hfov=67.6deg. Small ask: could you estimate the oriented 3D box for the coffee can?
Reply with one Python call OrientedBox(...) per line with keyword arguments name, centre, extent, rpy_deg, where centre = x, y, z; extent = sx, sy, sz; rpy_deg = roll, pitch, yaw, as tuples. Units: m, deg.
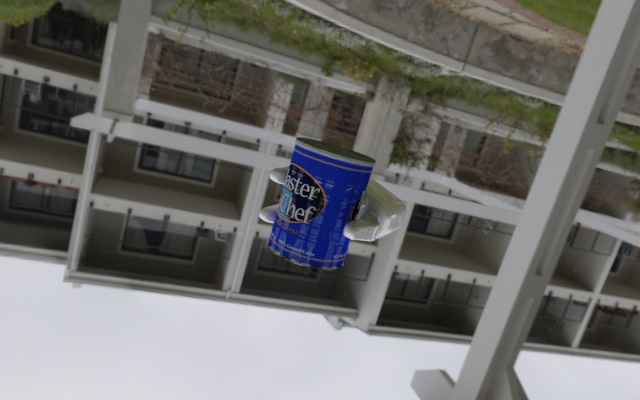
OrientedBox(name="coffee can", centre=(0.000, 0.002, 0.601), extent=(0.103, 0.140, 0.102), rpy_deg=(16, 12, -3))
